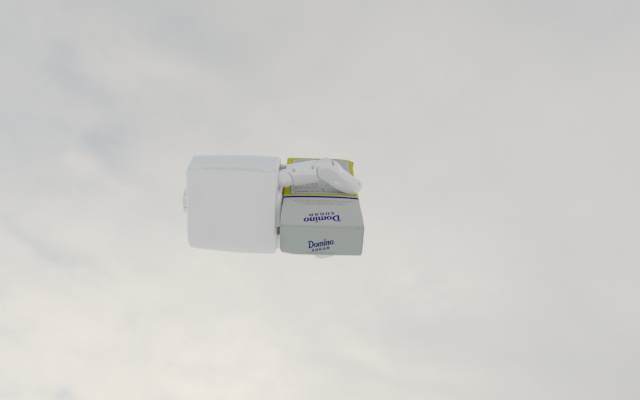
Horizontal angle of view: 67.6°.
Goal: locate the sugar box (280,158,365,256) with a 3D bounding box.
[{"bbox_3d":[0.000,0.002,0.593,0.093,0.048,0.176,2,31,-1],"label":"sugar box"}]
